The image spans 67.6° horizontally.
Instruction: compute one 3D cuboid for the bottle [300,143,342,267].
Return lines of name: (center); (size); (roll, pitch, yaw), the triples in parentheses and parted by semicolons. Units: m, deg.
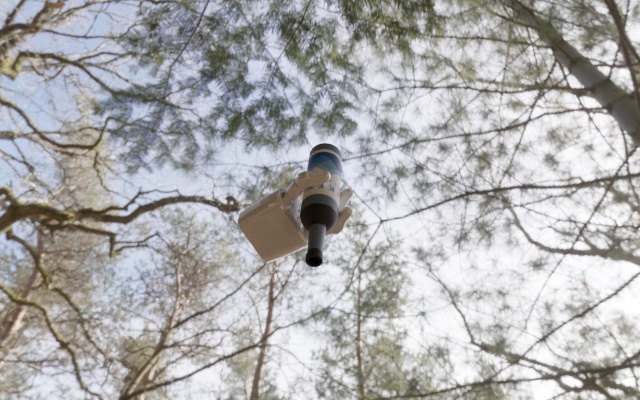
bottle: (0.000, 0.003, 0.853); (0.069, 0.069, 0.295); (0, 39, 5)
